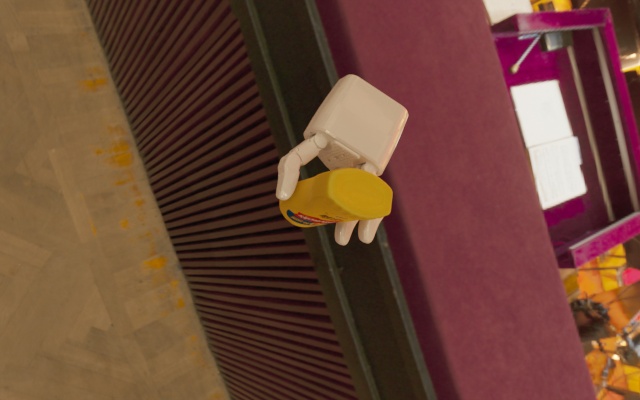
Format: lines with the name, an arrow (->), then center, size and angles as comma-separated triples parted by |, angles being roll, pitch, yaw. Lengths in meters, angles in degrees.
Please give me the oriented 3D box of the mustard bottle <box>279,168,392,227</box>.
mustard bottle -> 0.000, 0.002, 0.635 | 0.096, 0.058, 0.191 | 13, -13, -30
